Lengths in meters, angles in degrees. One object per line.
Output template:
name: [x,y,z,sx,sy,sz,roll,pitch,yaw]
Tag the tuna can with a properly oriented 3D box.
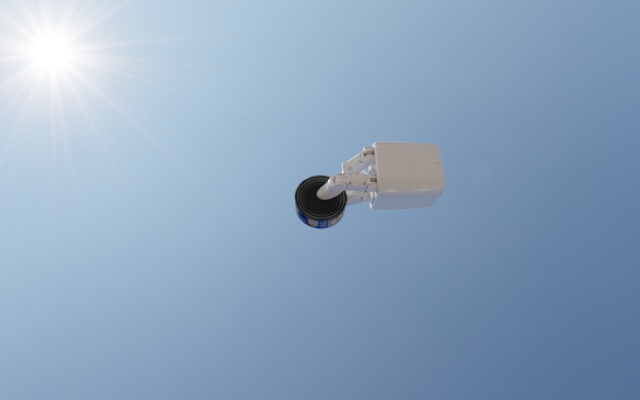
tuna can: [0.000,0.003,0.785,0.086,0.086,0.034,0,-31,-4]
